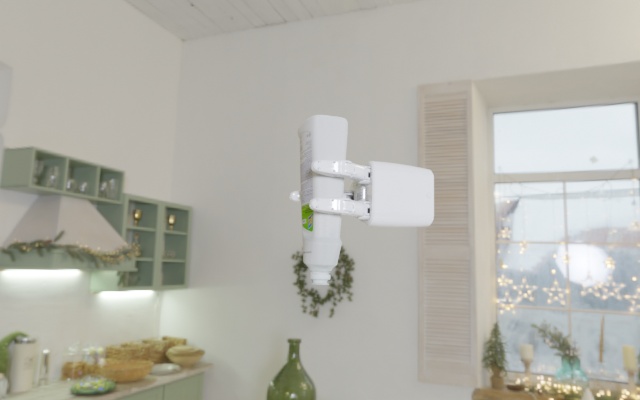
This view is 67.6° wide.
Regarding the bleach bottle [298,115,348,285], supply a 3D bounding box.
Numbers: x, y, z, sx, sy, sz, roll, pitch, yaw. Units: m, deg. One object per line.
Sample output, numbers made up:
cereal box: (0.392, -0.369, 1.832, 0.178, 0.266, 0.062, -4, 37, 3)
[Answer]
bleach bottle: (0.000, 0.002, 0.738, 0.068, 0.251, 0.102, 4, -8, -16)
